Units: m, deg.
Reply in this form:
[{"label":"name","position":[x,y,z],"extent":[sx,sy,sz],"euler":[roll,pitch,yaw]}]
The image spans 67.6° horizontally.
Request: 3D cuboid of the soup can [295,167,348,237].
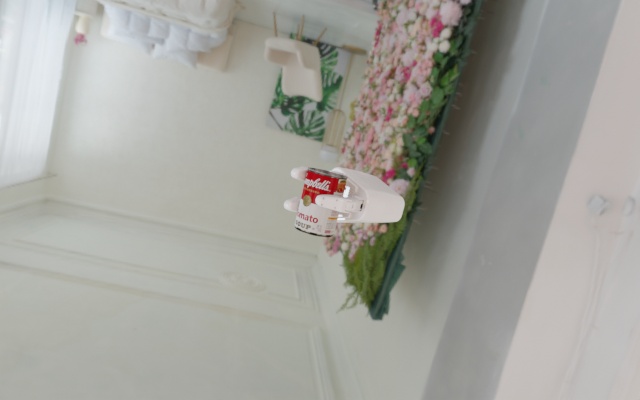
[{"label":"soup can","position":[0.000,0.003,0.788],"extent":[0.068,0.102,0.068],"euler":[14,8,-2]}]
